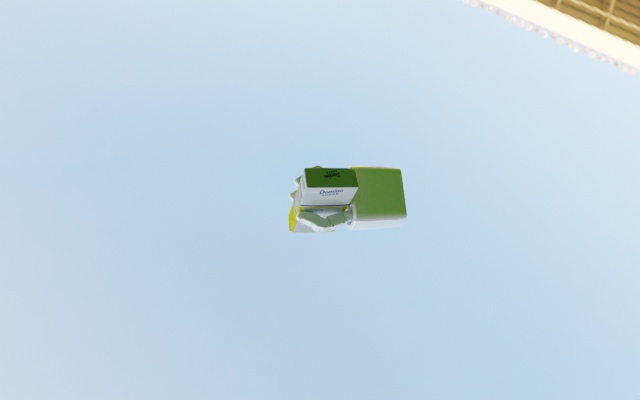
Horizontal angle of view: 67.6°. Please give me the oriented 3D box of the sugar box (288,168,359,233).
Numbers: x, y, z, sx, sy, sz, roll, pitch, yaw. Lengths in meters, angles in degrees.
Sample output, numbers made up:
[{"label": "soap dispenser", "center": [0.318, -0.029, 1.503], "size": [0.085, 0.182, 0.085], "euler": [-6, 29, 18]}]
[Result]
[{"label": "sugar box", "center": [0.000, 0.002, 0.871], "size": [0.093, 0.048, 0.176], "euler": [0, -31, -15]}]
